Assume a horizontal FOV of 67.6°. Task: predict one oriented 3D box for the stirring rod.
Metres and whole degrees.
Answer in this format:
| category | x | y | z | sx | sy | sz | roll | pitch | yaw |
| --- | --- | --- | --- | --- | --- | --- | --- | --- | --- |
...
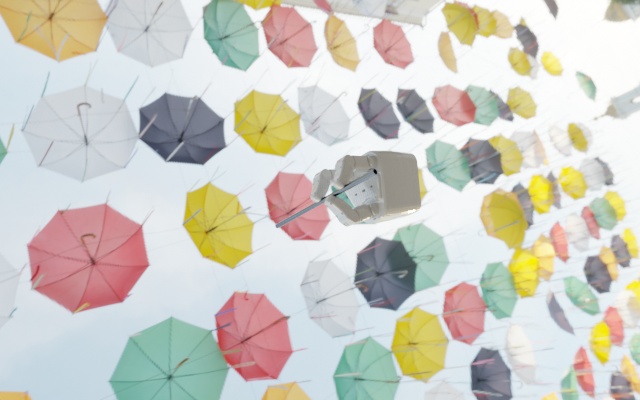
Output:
| category | x | y | z | sx | sy | sz | roll | pitch | yaw |
| --- | --- | --- | --- | --- | --- | --- | --- | --- | --- |
| stirring rod | 0.000 | 0.002 | 0.738 | 0.011 | 0.011 | 0.239 | 0 | -20 | -42 |
